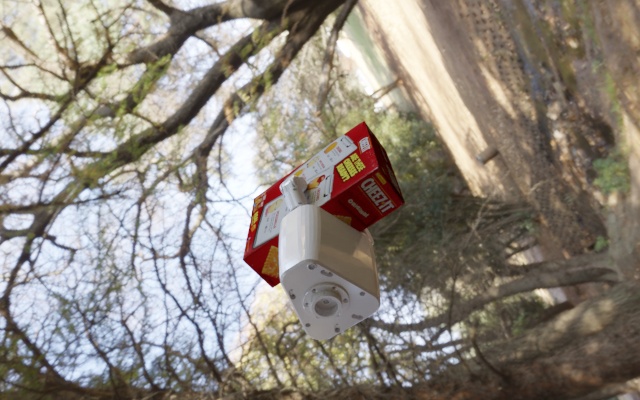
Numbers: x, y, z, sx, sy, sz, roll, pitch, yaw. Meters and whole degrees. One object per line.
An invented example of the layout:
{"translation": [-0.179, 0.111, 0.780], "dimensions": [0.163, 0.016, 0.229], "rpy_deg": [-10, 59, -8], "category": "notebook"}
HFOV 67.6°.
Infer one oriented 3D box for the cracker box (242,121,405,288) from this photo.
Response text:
{"translation": [0.000, 0.002, 0.663], "dimensions": [0.214, 0.072, 0.164], "rpy_deg": [-34, 25, 16], "category": "cracker box"}
